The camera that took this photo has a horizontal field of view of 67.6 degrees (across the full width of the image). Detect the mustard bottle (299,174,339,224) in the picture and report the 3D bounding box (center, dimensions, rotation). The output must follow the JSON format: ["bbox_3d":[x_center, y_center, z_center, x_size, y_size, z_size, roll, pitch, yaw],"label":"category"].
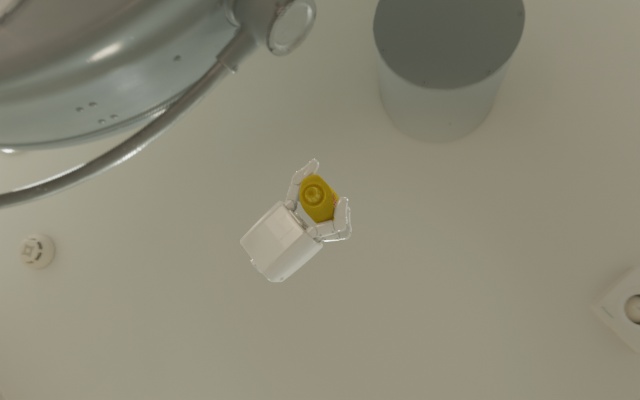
[{"bbox_3d":[0.000,0.003,0.875,0.058,0.096,0.192,-19,-12,7],"label":"mustard bottle"}]
